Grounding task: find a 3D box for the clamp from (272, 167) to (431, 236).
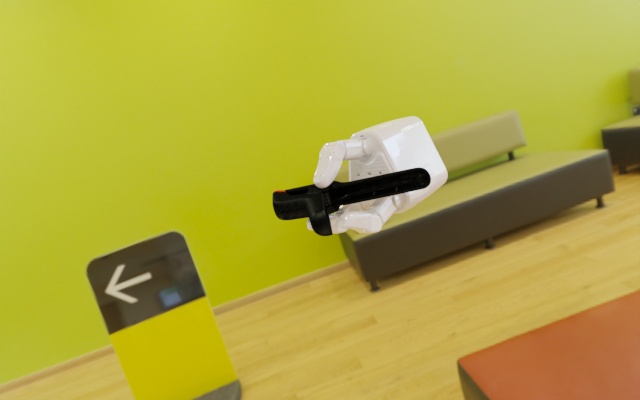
[{"bbox_3d":[0.000,0.001,0.559,0.210,0.036,0.164,-3,16,46],"label":"clamp"}]
